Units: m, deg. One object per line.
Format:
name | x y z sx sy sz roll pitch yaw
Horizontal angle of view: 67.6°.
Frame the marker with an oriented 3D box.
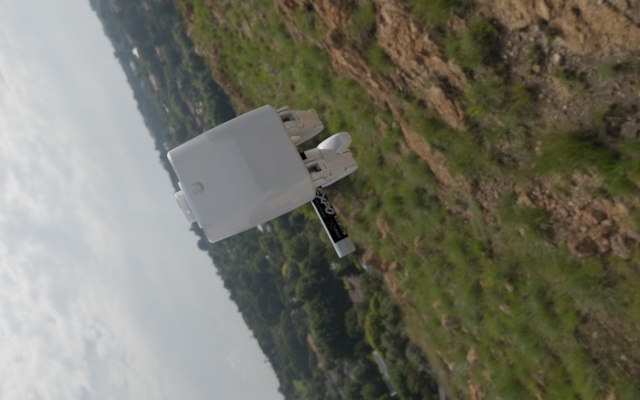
marker | 0.000 0.002 0.495 0.020 0.121 0.020 -27 -7 -4
